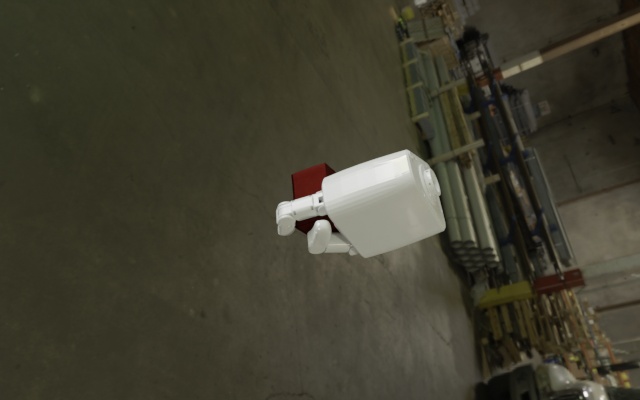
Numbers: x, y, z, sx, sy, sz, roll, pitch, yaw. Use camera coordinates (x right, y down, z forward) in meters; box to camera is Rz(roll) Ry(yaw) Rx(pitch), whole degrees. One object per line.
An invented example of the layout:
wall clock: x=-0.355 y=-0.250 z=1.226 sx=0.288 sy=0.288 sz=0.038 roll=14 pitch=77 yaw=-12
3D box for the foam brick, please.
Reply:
foam brick: x=0.000 y=0.002 z=0.601 sx=0.051 sy=0.078 sz=0.053 roll=-21 pitch=-32 yaw=24
